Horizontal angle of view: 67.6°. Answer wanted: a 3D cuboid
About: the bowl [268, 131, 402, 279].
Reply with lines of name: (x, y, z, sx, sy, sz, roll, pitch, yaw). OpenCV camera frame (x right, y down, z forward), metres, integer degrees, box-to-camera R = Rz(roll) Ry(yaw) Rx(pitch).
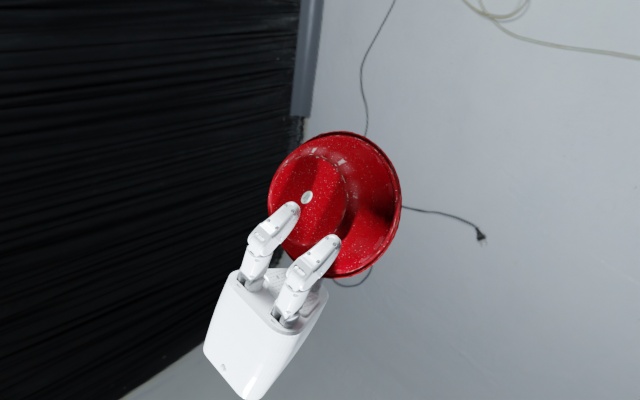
bowl: (0.000, 0.000, 0.499, 0.162, 0.162, 0.055, 0, -5, 31)
